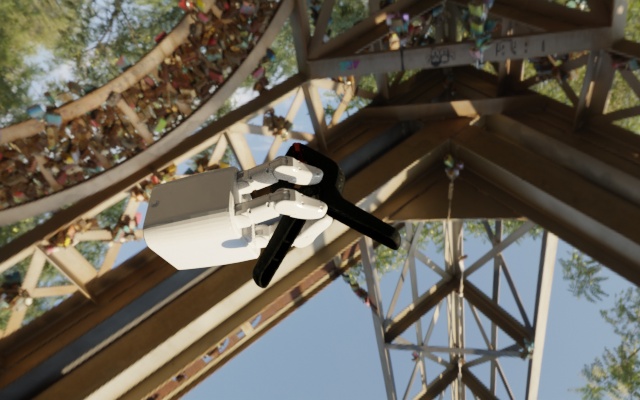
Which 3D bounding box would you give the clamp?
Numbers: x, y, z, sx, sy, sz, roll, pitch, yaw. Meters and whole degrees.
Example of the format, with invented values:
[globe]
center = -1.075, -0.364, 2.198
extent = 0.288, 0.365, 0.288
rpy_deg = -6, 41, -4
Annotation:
[clamp]
center = 0.000, 0.002, 0.574
extent = 0.164, 0.209, 0.036
rpy_deg = -10, -44, 4
